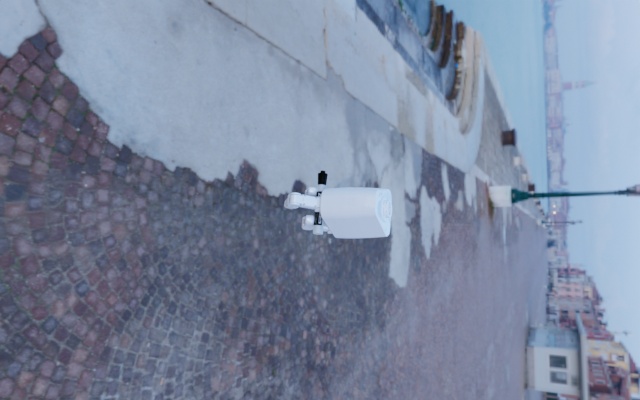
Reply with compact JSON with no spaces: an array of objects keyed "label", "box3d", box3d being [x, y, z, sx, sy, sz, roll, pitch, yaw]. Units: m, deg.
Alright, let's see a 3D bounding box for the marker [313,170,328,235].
[{"label":"marker","box3d":[0.000,0.003,0.891,0.020,0.121,0.020,5,-13,1]}]
